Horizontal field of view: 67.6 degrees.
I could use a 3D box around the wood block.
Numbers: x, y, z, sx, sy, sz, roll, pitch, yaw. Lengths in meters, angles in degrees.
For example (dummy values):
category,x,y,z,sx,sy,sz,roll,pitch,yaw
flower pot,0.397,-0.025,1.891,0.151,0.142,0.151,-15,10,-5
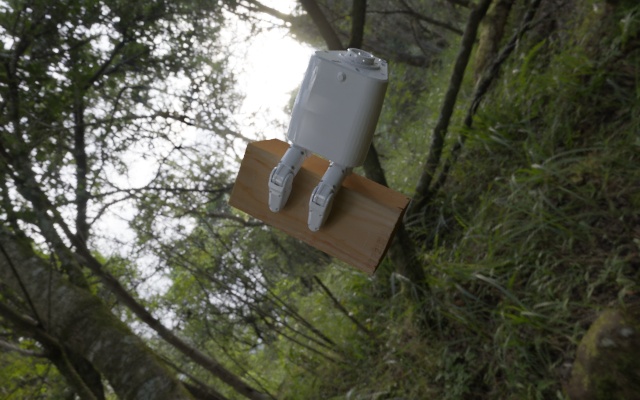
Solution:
category,x,y,z,sx,sy,sz,roll,pitch,yaw
wood block,0.000,0.002,0.620,0.206,0.090,0.091,26,19,13
